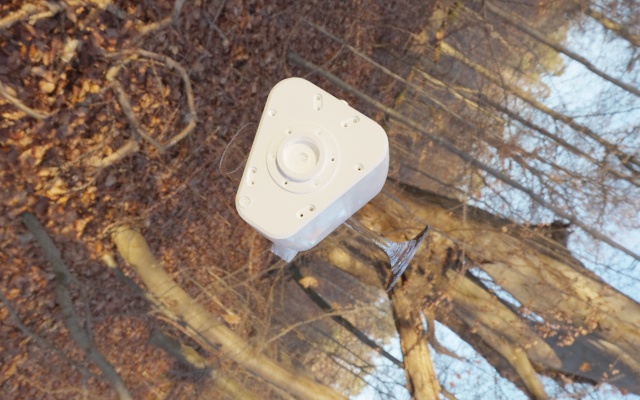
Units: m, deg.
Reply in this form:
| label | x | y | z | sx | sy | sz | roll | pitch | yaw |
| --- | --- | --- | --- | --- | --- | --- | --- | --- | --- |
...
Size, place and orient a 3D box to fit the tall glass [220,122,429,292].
| label | x | y | z | sx | sy | sz | roll | pitch | yaw |
| --- | --- | --- | --- | --- | --- | --- | --- | --- | --- |
| tall glass | 0.001 | 0.002 | 0.466 | 0.201 | 0.079 | 0.079 | 33 | 5 | 8 |
